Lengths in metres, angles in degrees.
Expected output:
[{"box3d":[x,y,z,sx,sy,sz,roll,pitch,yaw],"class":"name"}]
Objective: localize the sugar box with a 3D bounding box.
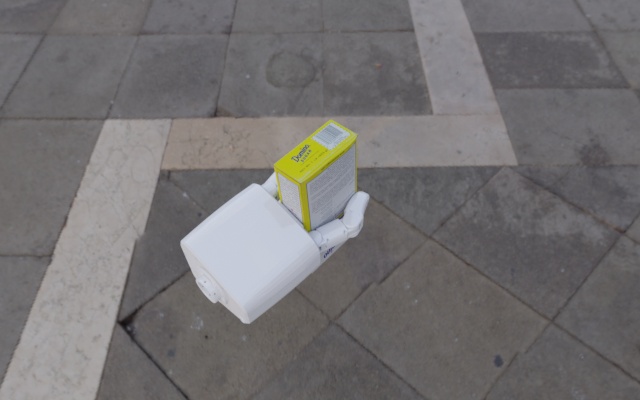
[{"box3d":[0.000,0.002,0.561,0.048,0.176,0.093,36,60,25],"class":"sugar box"}]
